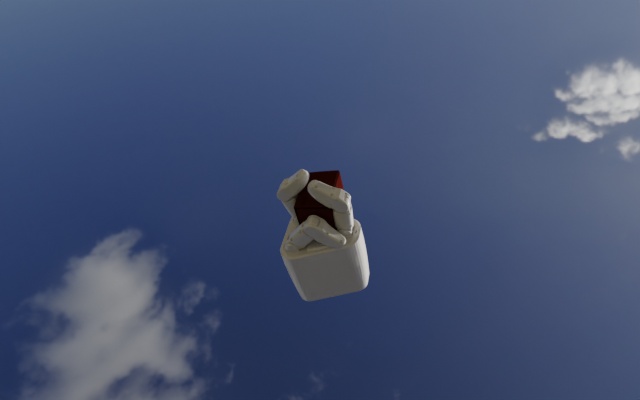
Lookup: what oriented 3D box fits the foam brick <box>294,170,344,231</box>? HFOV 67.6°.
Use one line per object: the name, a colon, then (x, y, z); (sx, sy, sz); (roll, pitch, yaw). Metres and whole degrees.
foam brick: (0.000, 0.002, 0.673); (0.053, 0.051, 0.078); (-2, 42, 18)
